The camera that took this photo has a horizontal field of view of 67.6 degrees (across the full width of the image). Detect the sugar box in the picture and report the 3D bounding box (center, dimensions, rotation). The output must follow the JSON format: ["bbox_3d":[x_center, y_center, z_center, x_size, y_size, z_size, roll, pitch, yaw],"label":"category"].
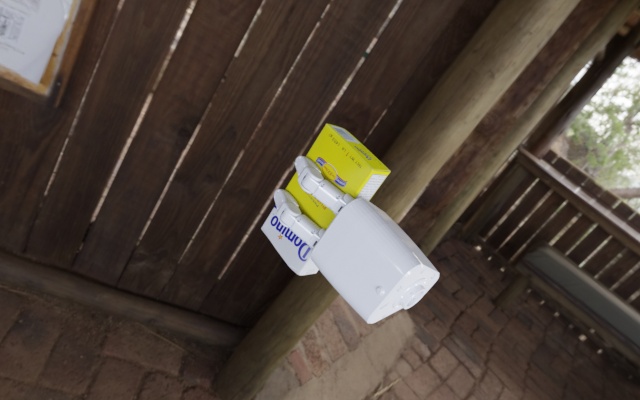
[{"bbox_3d":[0.000,0.002,0.602,0.048,0.176,0.093,4,38,-51],"label":"sugar box"}]
